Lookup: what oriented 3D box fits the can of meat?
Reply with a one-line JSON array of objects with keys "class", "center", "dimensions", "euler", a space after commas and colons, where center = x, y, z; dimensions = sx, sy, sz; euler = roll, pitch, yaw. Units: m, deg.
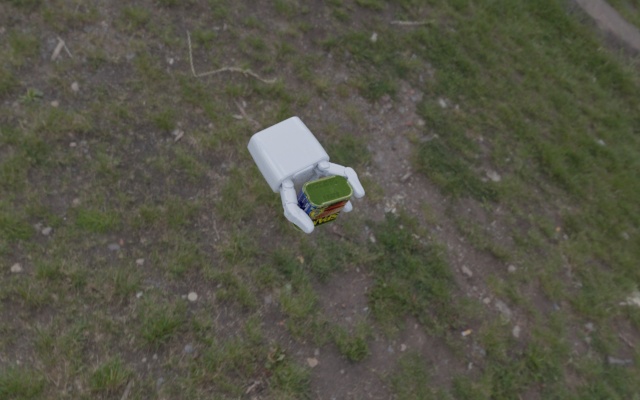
[{"class": "can of meat", "center": [0.000, 0.003, 0.858], "dimensions": [0.102, 0.057, 0.084], "euler": [-17, -24, -34]}]
